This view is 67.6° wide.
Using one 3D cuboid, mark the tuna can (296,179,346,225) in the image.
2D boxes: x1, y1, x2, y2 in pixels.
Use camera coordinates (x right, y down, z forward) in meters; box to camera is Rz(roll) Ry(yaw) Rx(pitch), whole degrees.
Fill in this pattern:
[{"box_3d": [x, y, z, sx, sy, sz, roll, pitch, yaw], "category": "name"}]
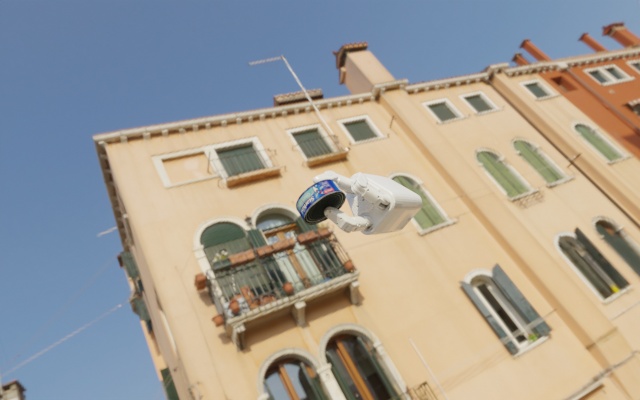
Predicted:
[{"box_3d": [0.000, 0.002, 0.838, 0.086, 0.033, 0.086, -28, -27, -16], "category": "tuna can"}]
